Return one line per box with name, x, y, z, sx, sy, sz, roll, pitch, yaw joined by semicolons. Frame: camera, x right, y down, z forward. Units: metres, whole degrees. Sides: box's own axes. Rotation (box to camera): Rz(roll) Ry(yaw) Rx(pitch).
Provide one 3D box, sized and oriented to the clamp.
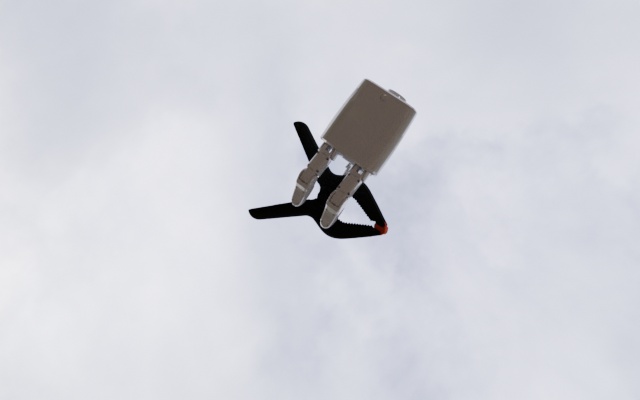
clamp;0.001;0.002;0.708;0.210;0.164;0.036;37;8;16
